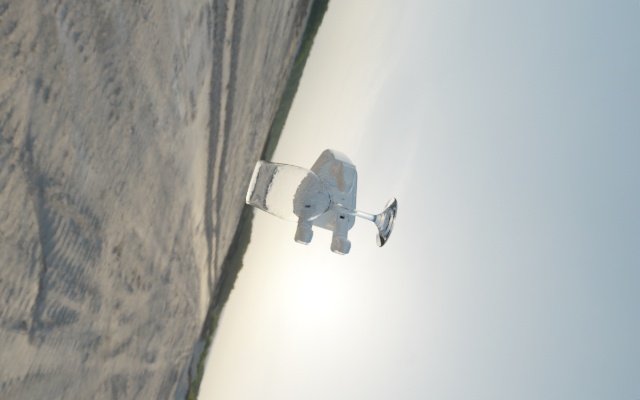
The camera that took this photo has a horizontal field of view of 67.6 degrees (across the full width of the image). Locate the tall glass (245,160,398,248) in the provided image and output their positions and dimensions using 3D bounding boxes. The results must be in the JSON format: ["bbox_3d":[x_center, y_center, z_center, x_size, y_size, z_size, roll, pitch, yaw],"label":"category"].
[{"bbox_3d":[0.001,0.002,0.665,0.201,0.079,0.079,17,-2,-8],"label":"tall glass"}]
